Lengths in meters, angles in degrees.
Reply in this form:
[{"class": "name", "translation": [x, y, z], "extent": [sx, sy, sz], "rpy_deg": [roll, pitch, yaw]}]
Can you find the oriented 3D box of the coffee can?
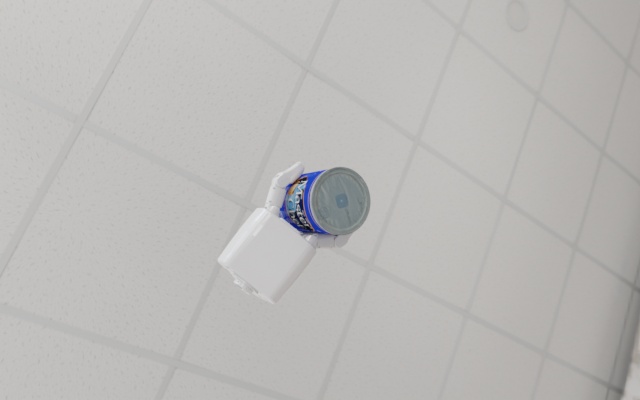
[{"class": "coffee can", "translation": [0.000, 0.002, 0.774], "extent": [0.103, 0.103, 0.140], "rpy_deg": [0, -2, -28]}]
